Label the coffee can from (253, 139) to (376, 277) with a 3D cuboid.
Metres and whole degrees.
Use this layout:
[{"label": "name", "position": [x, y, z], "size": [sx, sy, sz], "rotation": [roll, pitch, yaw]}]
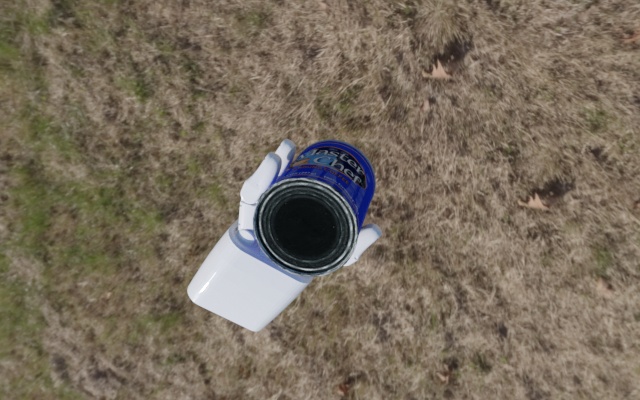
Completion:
[{"label": "coffee can", "position": [0.000, 0.002, 0.509], "size": [0.103, 0.103, 0.140], "rotation": [0, 21, 14]}]
